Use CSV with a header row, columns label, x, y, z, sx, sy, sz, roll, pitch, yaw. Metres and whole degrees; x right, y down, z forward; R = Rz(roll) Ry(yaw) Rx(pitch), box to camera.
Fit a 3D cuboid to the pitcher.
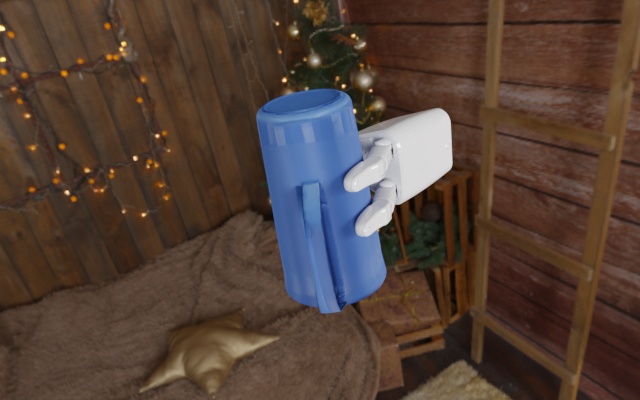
label,x,y,z,sx,sy,sz,roll,pitch,yaw
pitcher,0.000,0.002,0.567,0.145,0.243,0.149,-28,30,-32
